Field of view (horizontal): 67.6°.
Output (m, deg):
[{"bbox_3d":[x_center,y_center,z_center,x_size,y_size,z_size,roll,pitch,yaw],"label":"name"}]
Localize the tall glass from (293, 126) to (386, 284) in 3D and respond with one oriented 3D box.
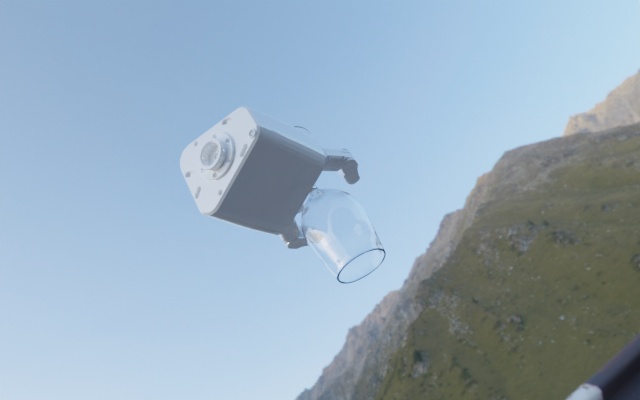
[{"bbox_3d":[0.000,0.001,0.578,0.079,0.201,0.079,-23,-33,-16],"label":"tall glass"}]
